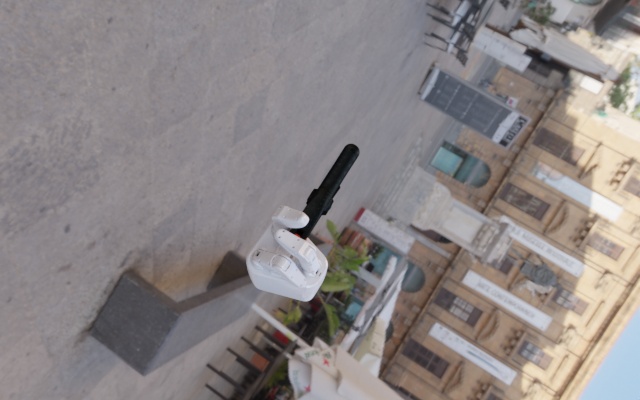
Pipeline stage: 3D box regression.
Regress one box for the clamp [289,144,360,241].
[{"bbox_3d":[0.001,0.003,0.717,0.039,0.171,0.120,32,-23,9],"label":"clamp"}]
